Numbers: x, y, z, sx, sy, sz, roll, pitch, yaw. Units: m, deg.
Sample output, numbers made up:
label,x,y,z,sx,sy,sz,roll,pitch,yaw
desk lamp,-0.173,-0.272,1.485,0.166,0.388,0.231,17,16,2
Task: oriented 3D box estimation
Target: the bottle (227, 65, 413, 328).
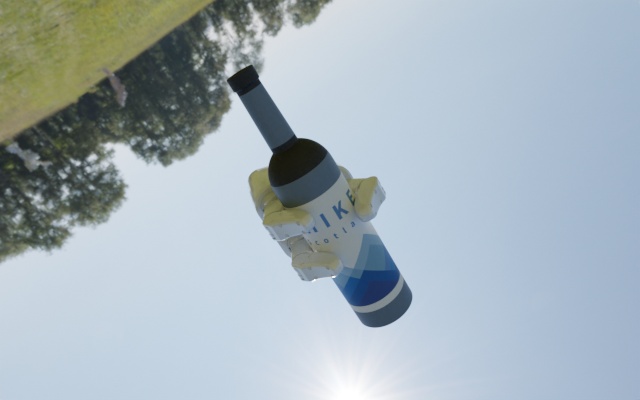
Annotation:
label,x,y,z,sx,sy,sz,roll,pitch,yaw
bottle,0.000,0.002,0.480,0.069,0.296,0.069,-27,22,12
